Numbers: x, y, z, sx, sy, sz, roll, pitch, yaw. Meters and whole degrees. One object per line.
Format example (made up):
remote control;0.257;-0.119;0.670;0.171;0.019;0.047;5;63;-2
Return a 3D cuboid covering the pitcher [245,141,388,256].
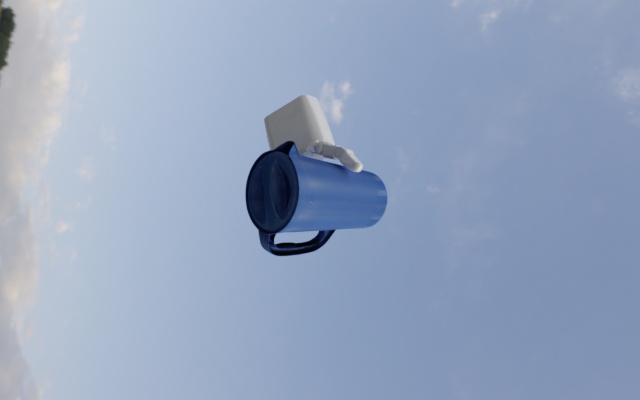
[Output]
pitcher;0.000;0.002;0.824;0.243;0.145;0.149;5;-33;-44
